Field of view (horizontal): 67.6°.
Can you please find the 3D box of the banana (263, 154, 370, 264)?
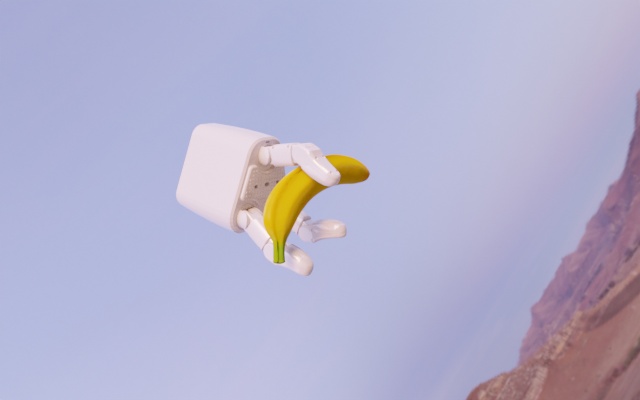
[{"bbox_3d":[-0.006,-0.013,0.538,0.037,0.070,0.197,7,34,36],"label":"banana"}]
